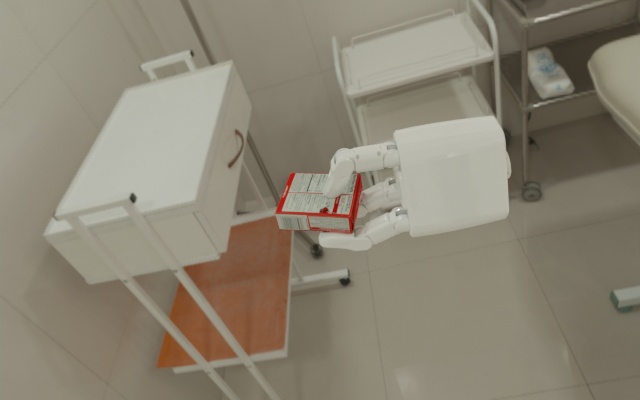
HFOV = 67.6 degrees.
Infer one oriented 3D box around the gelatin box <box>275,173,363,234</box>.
[{"bbox_3d":[0.000,0.001,0.551,0.089,0.030,0.073,2,43,13],"label":"gelatin box"}]
